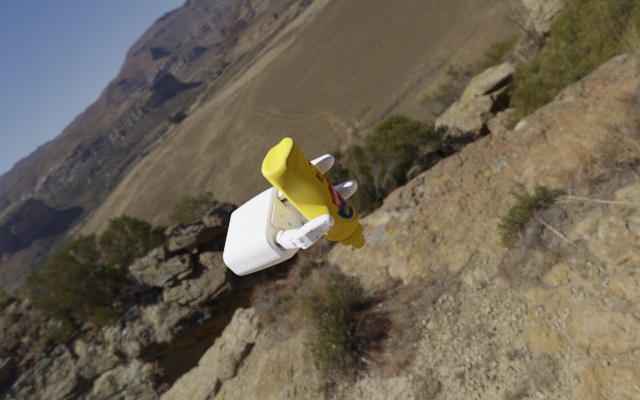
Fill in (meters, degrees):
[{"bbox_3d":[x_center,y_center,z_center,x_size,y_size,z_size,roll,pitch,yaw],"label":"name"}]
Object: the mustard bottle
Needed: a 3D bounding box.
[{"bbox_3d":[0.000,0.002,0.682,0.058,0.192,0.096,-37,23,13],"label":"mustard bottle"}]
